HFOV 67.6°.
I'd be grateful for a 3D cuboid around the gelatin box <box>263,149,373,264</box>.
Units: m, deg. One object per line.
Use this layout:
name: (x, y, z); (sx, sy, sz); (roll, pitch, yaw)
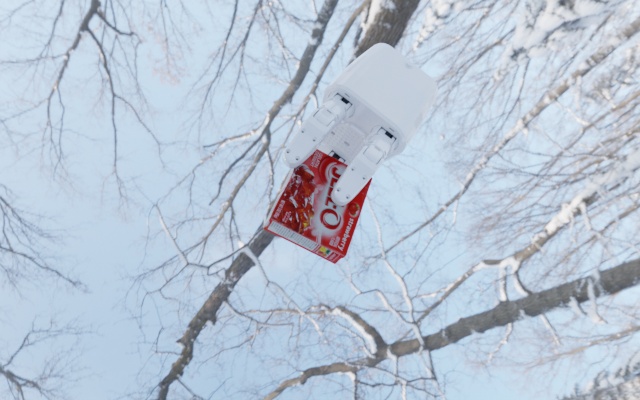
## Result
gelatin box: (0.000, 0.002, 0.432); (0.073, 0.089, 0.030); (28, -31, -8)
